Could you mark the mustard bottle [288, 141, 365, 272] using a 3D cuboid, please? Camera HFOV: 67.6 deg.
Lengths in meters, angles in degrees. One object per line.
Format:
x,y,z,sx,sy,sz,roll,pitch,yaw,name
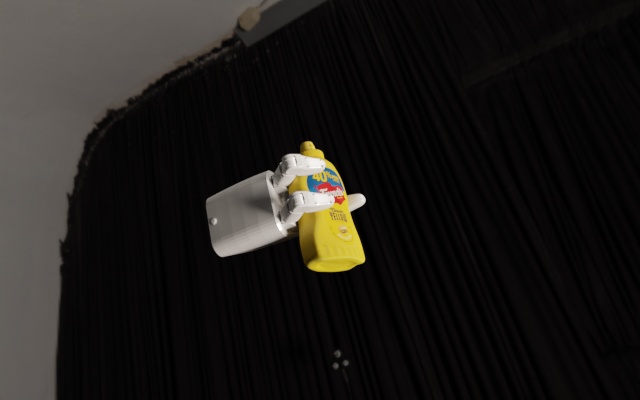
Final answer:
0.000,0.002,0.675,0.096,0.191,0.058,9,-32,-44,mustard bottle
